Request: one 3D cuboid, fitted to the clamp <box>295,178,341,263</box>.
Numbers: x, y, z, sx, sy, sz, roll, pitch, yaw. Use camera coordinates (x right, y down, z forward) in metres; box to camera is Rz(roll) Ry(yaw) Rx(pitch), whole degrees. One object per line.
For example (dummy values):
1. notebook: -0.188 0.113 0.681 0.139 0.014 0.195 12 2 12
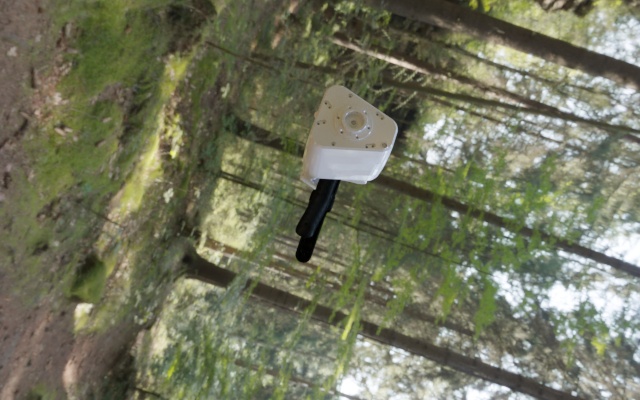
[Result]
1. clamp: 0.001 0.002 0.702 0.039 0.171 0.120 19 -16 0
